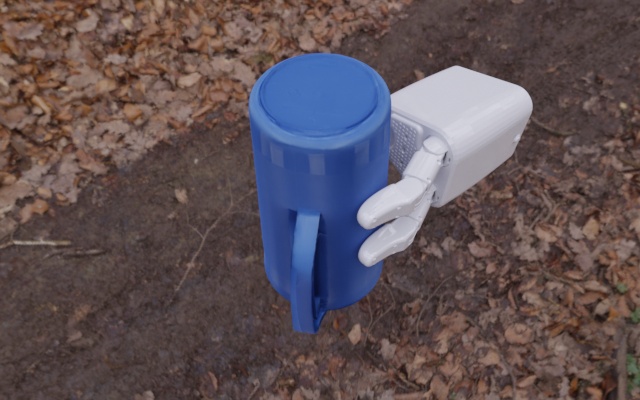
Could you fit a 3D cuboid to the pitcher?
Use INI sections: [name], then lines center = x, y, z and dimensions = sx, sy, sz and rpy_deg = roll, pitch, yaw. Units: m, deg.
[pitcher]
center = 0.000, 0.001, 0.440
dimensions = 0.145, 0.149, 0.243
rpy_deg = -28, -33, -19
